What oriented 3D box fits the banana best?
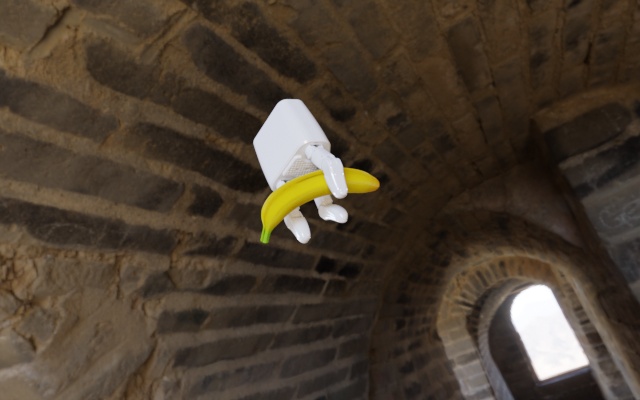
[{"bbox_3d":[-0.006,-0.010,0.685,0.198,0.070,0.037,-24,41,-13],"label":"banana"}]
